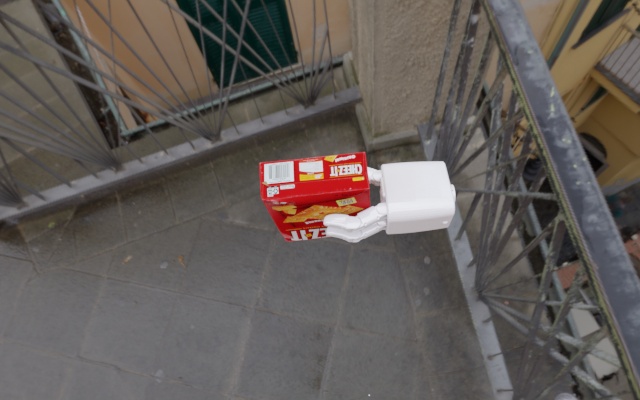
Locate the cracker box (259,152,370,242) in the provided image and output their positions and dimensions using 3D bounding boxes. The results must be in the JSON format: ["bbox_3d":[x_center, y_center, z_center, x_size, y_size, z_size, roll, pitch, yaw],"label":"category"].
[{"bbox_3d":[0.000,0.002,0.801,0.164,0.072,0.214,-6,-23,4],"label":"cracker box"}]
